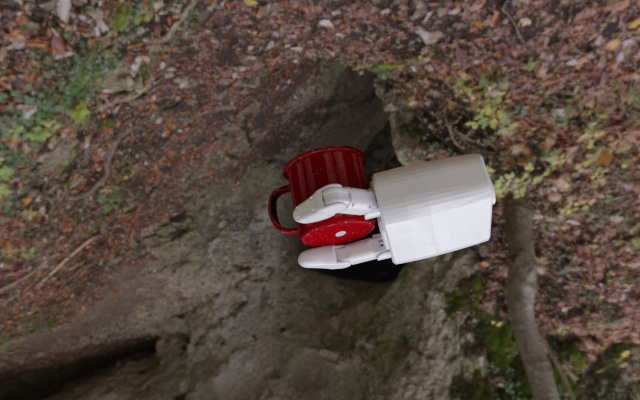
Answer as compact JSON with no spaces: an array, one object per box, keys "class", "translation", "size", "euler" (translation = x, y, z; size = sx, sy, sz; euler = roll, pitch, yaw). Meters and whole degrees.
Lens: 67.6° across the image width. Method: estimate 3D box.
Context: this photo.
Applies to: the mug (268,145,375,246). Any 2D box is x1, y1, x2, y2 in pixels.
[{"class":"mug","translation":[-0.001,0.002,0.510],"size":[0.117,0.081,0.093],"euler":[-14,-21,8]}]
